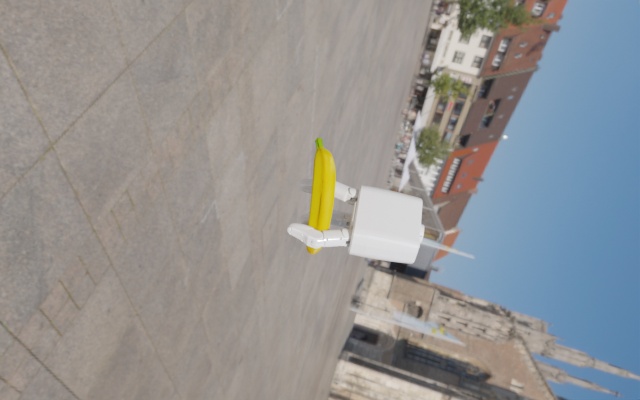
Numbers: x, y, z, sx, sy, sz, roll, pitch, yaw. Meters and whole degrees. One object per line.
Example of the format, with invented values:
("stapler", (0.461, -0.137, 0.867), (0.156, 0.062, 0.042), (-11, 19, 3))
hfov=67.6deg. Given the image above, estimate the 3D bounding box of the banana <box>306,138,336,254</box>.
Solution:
("banana", (0.001, 0.005, 0.759), (0.037, 0.198, 0.069), (5, 17, -4))
